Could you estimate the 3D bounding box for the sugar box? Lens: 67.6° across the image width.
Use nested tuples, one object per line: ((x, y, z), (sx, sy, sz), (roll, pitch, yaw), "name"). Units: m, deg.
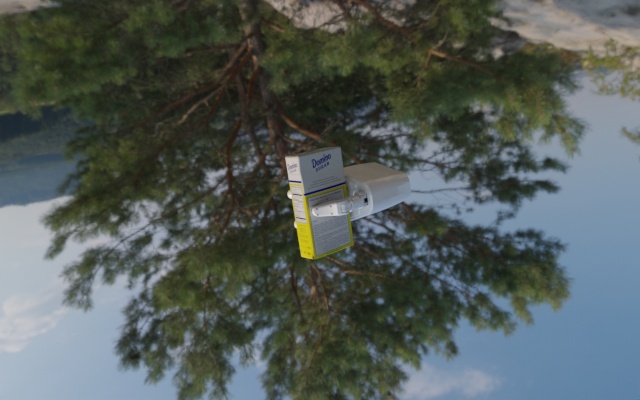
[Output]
((0.000, 0.003, 0.812), (0.093, 0.176, 0.048), (-17, 12, -36), "sugar box")
